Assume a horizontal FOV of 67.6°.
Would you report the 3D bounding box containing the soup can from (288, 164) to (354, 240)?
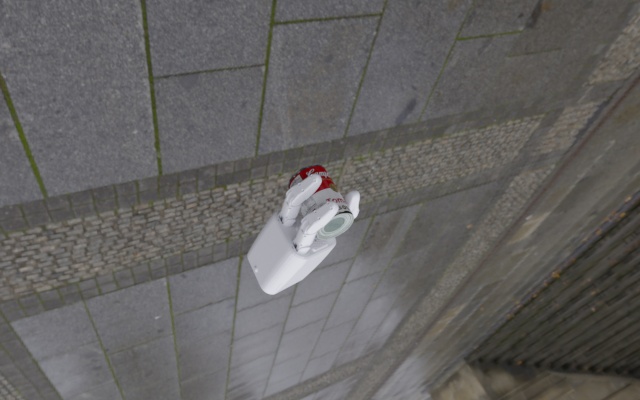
[{"bbox_3d":[0.001,0.002,0.748,0.068,0.102,0.069,-22,-31,-14],"label":"soup can"}]
